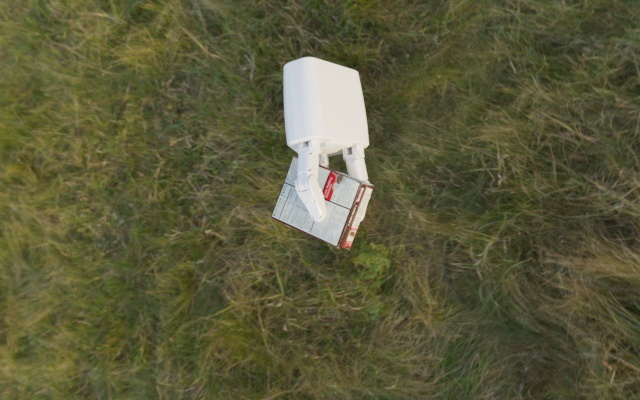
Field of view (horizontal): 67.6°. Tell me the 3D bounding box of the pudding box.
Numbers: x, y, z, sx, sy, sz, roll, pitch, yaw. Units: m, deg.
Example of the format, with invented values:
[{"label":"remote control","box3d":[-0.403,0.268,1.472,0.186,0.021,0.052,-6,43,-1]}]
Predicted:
[{"label":"pudding box","box3d":[0.000,0.002,0.618,0.113,0.090,0.039,23,5,30]}]
